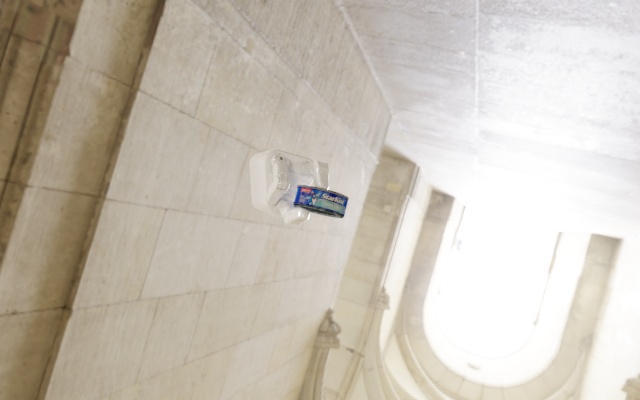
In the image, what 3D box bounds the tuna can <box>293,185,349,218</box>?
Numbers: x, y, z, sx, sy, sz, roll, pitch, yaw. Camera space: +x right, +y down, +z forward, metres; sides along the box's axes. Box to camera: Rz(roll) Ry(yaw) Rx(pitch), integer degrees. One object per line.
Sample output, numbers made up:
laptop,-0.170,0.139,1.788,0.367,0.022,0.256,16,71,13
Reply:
tuna can,0.000,0.003,0.760,0.086,0.033,0.086,14,-6,2
